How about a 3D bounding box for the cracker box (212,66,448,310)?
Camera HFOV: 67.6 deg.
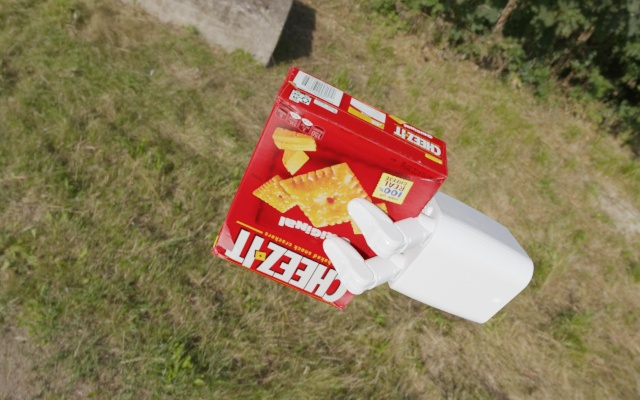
[{"bbox_3d":[0.000,0.001,0.483,0.164,0.214,0.072,25,37,-7],"label":"cracker box"}]
